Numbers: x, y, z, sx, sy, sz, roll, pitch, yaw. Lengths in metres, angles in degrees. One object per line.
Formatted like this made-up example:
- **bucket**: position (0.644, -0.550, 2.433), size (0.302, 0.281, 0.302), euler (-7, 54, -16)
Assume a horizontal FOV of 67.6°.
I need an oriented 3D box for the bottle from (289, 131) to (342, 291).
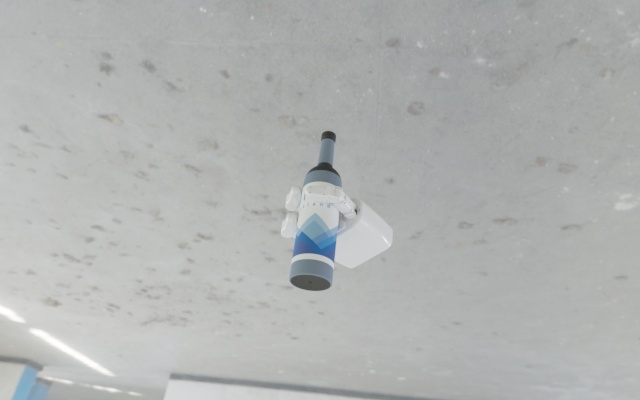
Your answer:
- **bottle**: position (0.000, 0.003, 0.807), size (0.069, 0.295, 0.069), euler (5, -32, 3)
